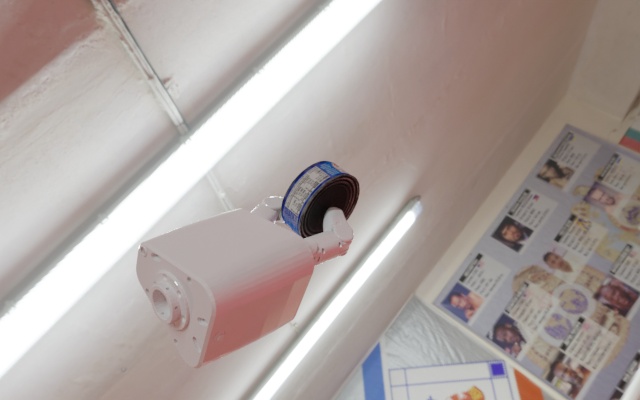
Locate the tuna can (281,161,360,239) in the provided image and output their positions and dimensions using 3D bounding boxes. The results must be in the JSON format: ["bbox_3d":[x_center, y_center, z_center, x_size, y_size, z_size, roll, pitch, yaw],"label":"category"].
[{"bbox_3d":[0.000,0.001,0.508,0.033,0.086,0.086,38,22,31],"label":"tuna can"}]
